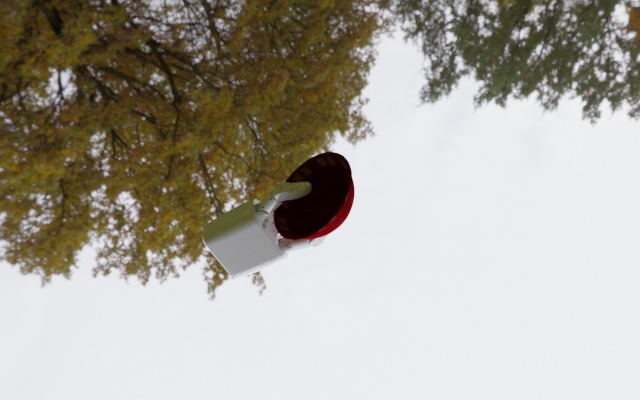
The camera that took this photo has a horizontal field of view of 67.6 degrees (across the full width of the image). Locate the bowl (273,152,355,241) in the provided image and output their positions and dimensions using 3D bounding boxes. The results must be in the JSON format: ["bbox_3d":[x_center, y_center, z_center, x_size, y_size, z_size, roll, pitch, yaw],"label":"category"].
[{"bbox_3d":[0.001,0.002,0.774,0.162,0.162,0.055,0,-29,46],"label":"bowl"}]
